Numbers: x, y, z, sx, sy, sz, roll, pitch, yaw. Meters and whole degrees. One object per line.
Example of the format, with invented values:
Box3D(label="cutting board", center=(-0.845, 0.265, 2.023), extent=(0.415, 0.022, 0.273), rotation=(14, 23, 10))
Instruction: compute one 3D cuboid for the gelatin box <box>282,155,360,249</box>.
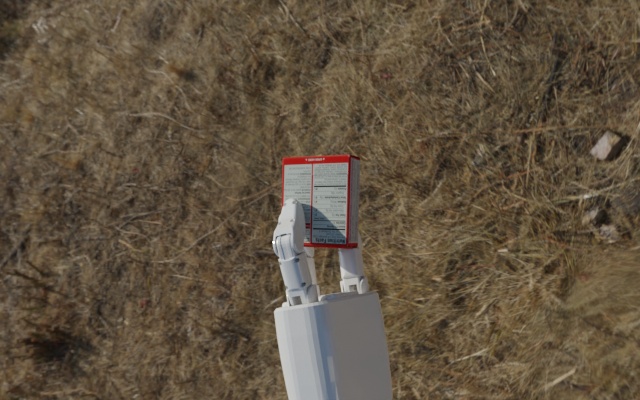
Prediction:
Box3D(label="gelatin box", center=(0.000, 0.001, 0.465), extent=(0.073, 0.089, 0.030), rotation=(0, -2, 27))
